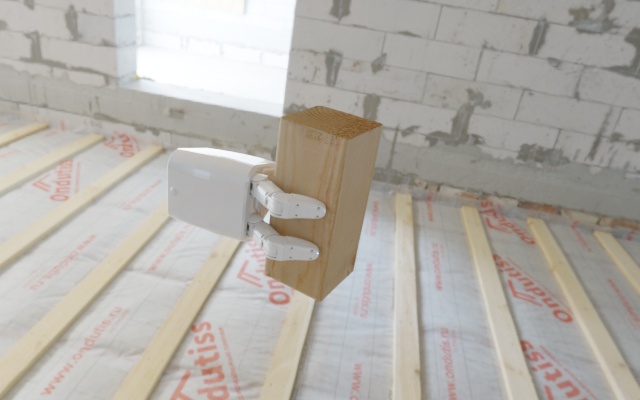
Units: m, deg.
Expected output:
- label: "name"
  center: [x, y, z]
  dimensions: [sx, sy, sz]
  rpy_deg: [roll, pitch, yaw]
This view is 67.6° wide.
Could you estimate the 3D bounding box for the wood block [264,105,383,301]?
- label: "wood block"
  center: [0.000, 0.002, 0.578]
  dimensions: [0.090, 0.206, 0.090]
  rpy_deg: [21, 29, 23]
